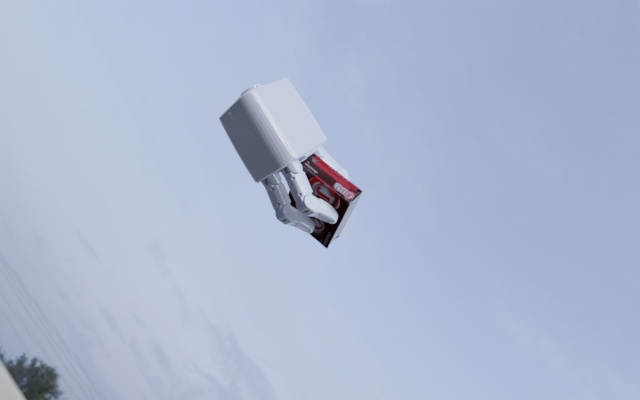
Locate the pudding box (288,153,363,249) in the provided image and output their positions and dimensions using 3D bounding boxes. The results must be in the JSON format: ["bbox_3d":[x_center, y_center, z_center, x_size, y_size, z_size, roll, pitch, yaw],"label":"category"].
[{"bbox_3d":[0.000,0.002,0.678,0.039,0.090,0.114,-39,-18,-36],"label":"pudding box"}]
